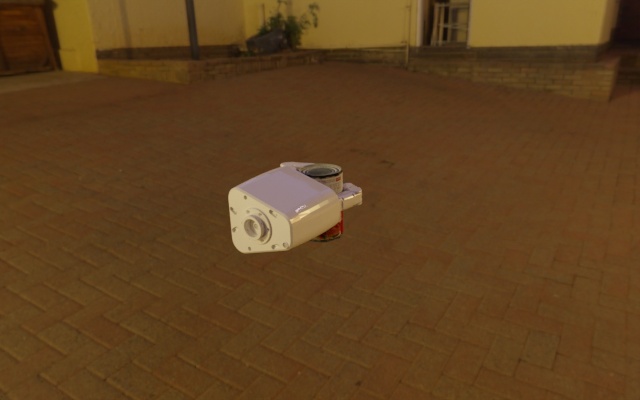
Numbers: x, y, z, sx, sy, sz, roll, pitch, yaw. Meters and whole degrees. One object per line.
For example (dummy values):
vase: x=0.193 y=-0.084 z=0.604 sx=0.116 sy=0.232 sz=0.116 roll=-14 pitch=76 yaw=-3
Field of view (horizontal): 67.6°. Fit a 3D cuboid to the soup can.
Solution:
soup can: x=0.000 y=0.002 z=0.711 sx=0.068 sy=0.102 sz=0.068 roll=-1 pitch=19 yaw=1
